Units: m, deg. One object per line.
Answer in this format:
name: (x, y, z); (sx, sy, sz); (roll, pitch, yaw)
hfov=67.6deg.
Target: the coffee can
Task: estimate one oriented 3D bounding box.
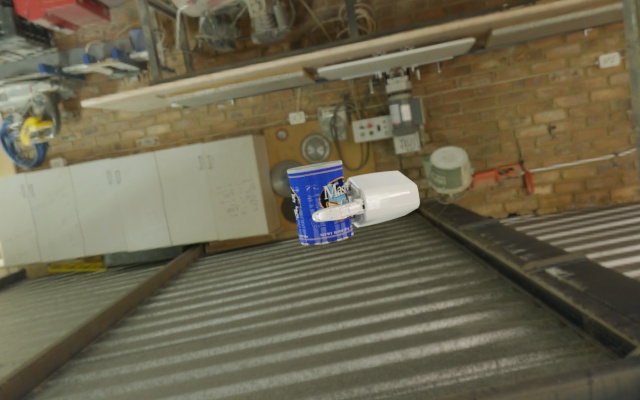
coffee can: (0.000, 0.003, 0.888); (0.103, 0.140, 0.103); (-10, 6, 1)
